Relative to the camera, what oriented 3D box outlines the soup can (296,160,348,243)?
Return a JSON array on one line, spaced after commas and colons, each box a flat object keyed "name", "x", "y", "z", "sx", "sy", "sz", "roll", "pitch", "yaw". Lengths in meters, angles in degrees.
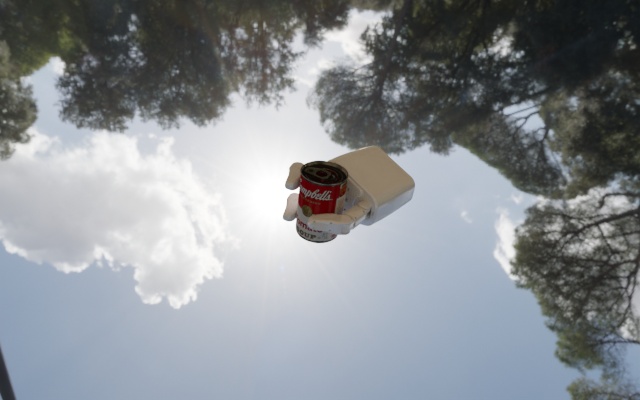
[{"name": "soup can", "x": 0.000, "y": 0.003, "z": 0.693, "sx": 0.068, "sy": 0.102, "sz": 0.068, "roll": 5, "pitch": 33, "yaw": -3}]
